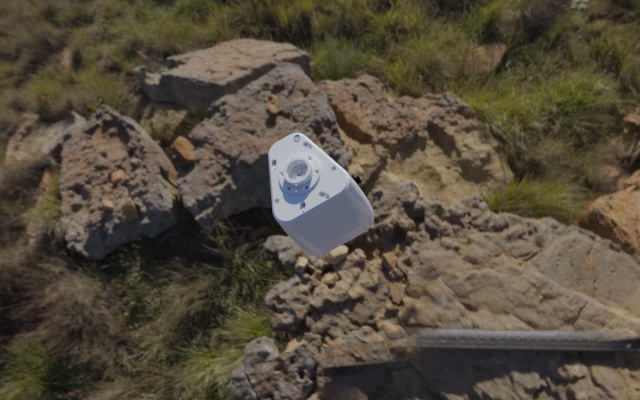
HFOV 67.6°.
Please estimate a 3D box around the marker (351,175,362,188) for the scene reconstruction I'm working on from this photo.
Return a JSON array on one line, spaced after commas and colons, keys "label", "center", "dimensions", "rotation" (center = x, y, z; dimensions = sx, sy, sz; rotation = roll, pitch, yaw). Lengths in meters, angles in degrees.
[{"label": "marker", "center": [0.000, 0.002, 0.630], "dimensions": [0.121, 0.020, 0.020], "rotation": [-30, -3, 5]}]
